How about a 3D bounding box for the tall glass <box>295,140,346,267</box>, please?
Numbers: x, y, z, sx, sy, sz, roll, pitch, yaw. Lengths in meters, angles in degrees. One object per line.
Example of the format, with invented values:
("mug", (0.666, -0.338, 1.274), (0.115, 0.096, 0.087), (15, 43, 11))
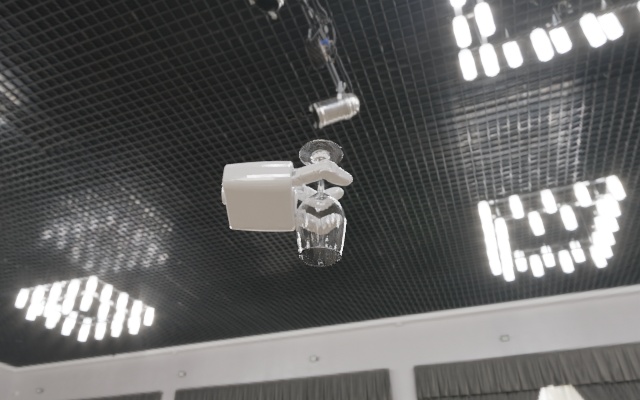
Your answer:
("tall glass", (0.000, 0.002, 0.757), (0.079, 0.201, 0.079), (0, -35, 0))
